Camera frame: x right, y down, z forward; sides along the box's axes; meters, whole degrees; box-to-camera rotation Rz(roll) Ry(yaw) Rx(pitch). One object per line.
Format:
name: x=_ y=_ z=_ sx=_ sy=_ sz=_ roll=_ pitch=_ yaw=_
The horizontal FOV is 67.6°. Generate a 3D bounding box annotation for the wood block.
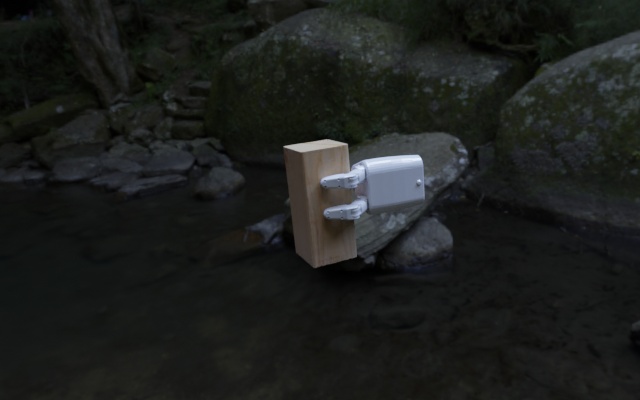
wood block: x=0.000 y=0.003 z=0.857 sx=0.090 sy=0.206 sz=0.091 roll=-12 pitch=17 yaw=-21
